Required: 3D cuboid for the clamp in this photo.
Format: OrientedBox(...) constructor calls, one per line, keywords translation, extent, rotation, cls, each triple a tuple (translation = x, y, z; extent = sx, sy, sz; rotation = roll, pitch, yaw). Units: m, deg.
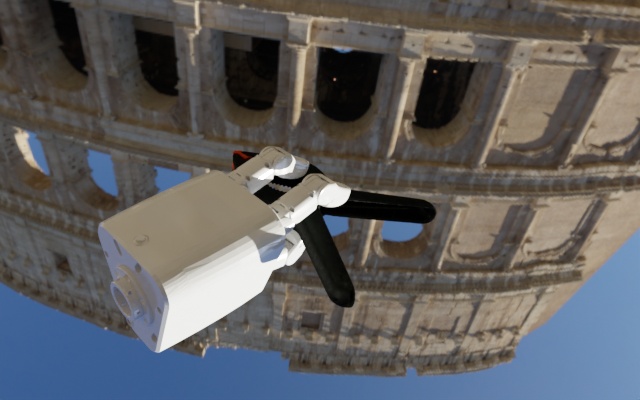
OrientedBox(translation=(-0.001, 0.002, 0.471), extent=(0.210, 0.036, 0.164), rotation=(34, 42, 29), cls="clamp")
